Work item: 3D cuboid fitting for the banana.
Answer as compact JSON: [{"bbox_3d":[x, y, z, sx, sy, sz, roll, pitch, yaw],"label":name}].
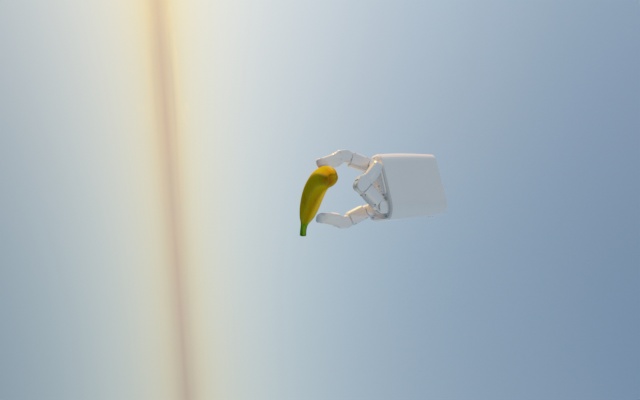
[{"bbox_3d":[-0.004,-0.012,0.793,0.037,0.069,0.198,-3,-29,-17],"label":"banana"}]
